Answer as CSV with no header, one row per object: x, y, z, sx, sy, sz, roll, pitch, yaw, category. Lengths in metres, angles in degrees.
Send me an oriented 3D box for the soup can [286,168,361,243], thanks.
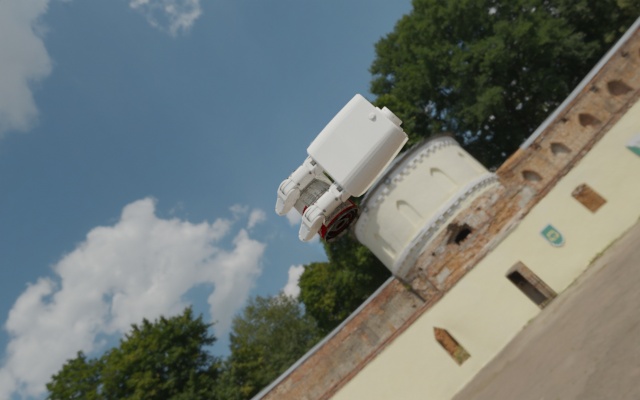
0.000,0.002,0.692,0.102,0.068,0.068,46,21,22,soup can
